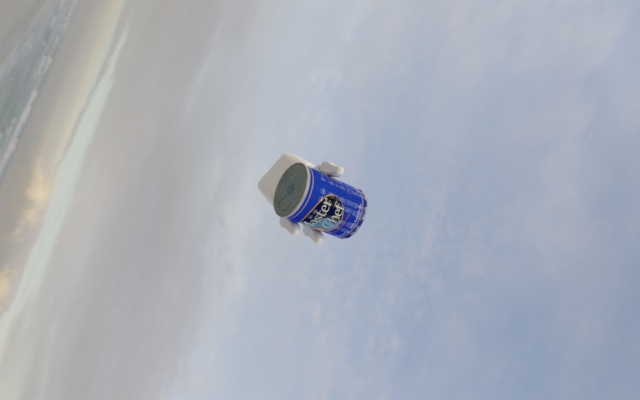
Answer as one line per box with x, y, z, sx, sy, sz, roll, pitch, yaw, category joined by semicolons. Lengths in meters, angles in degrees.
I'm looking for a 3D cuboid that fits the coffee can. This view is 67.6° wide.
0.000;0.003;0.875;0.140;0.103;0.103;23;-13;-32;coffee can
